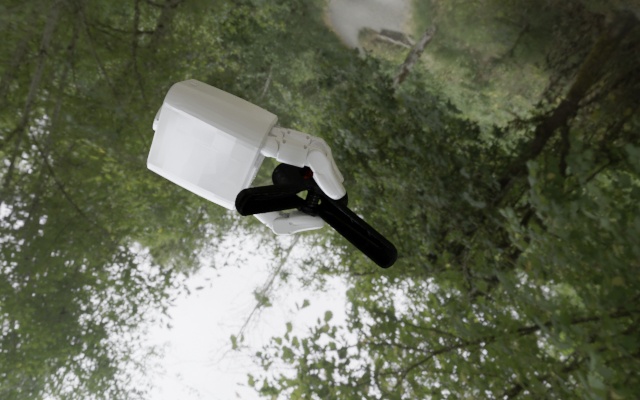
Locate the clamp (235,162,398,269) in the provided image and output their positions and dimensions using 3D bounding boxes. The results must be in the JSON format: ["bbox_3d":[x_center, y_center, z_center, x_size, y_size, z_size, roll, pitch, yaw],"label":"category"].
[{"bbox_3d":[0.000,0.002,0.529,0.164,0.036,0.210,25,17,-7],"label":"clamp"}]
